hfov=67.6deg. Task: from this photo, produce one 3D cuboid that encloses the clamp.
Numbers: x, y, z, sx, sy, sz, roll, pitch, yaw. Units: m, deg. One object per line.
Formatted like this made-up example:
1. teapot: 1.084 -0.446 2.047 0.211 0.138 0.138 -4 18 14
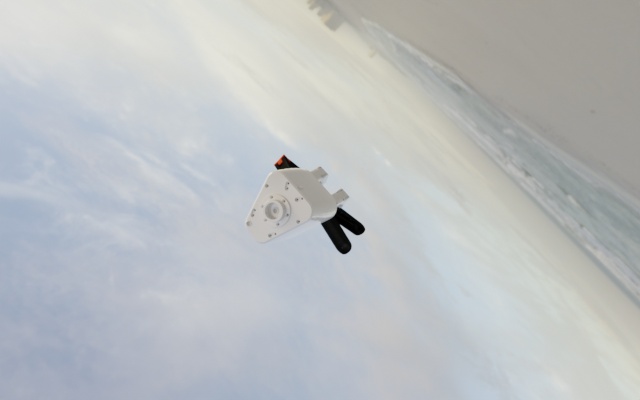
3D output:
1. clamp: -0.001 0.003 0.856 0.036 0.210 0.164 -44 -11 14
